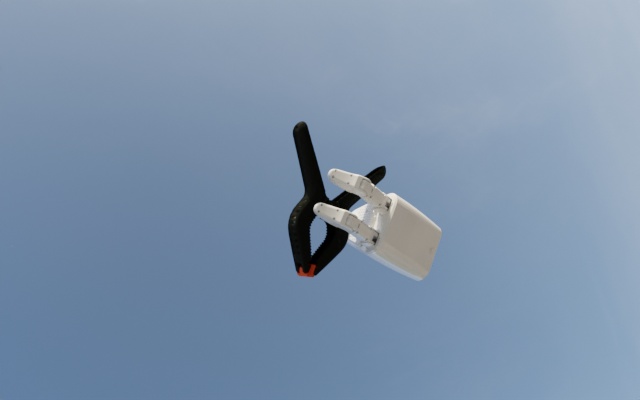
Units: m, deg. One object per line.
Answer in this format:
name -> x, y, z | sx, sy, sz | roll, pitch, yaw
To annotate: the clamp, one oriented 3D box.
clamp -> 0.000, 0.003, 0.676 | 0.164, 0.210, 0.036 | 32, -20, -24
